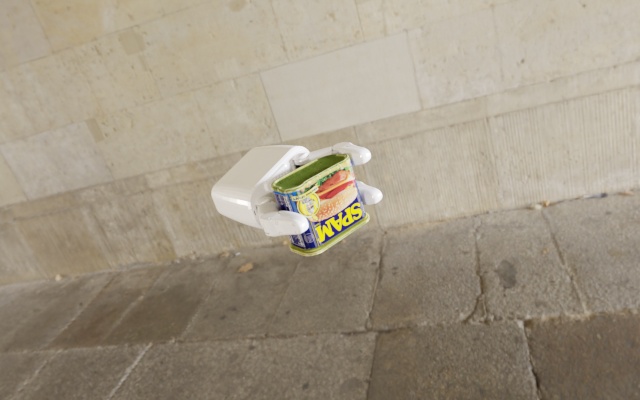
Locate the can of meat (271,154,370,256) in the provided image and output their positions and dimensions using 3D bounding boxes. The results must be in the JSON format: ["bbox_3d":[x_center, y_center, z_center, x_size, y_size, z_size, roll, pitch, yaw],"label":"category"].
[{"bbox_3d":[0.000,0.002,0.557,0.102,0.084,0.057,-30,25,-29],"label":"can of meat"}]
